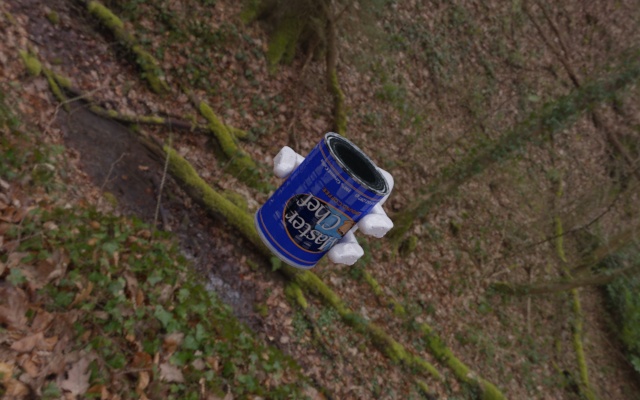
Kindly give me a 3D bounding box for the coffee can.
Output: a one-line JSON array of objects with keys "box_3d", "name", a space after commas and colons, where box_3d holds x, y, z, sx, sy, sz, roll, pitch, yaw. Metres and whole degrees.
[{"box_3d": [0.000, 0.002, 0.588, 0.140, 0.102, 0.103, -46, -22, 22], "name": "coffee can"}]
